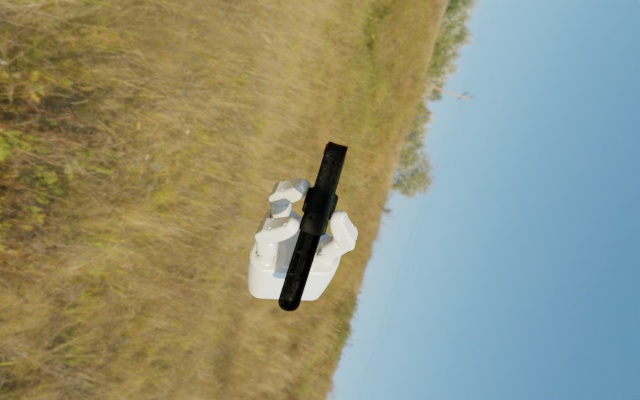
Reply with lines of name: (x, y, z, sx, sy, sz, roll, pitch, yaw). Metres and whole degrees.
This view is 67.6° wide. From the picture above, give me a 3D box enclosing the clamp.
clamp: (0.001, 0.002, 0.534, 0.036, 0.209, 0.165, 18, -34, -1)
